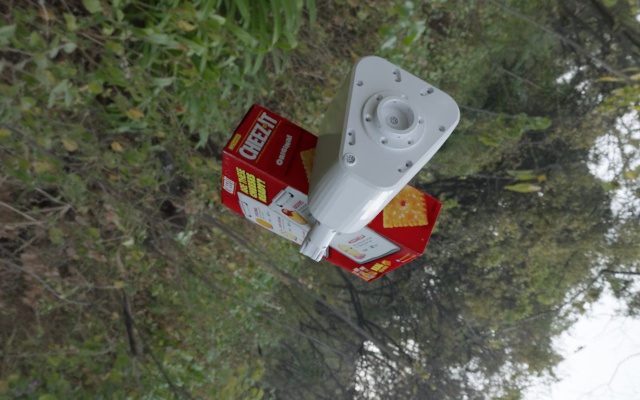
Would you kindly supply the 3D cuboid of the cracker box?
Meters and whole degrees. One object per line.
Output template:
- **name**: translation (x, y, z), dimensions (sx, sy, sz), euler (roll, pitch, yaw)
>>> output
- **cracker box**: translation (0.000, 0.002, 0.531), dimensions (0.214, 0.072, 0.164), euler (28, -22, -2)
